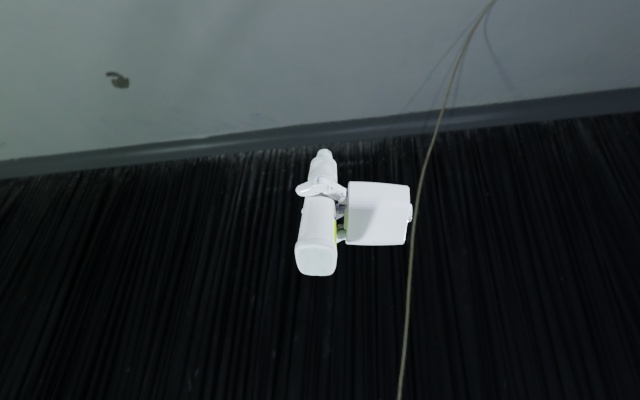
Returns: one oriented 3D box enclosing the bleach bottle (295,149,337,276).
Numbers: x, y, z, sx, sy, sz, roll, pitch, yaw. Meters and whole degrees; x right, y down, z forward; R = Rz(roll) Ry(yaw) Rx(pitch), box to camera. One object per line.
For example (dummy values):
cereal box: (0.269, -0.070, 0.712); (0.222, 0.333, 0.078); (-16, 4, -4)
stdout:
bleach bottle: (0.000, 0.003, 0.857); (0.068, 0.250, 0.103); (2, -37, 3)
